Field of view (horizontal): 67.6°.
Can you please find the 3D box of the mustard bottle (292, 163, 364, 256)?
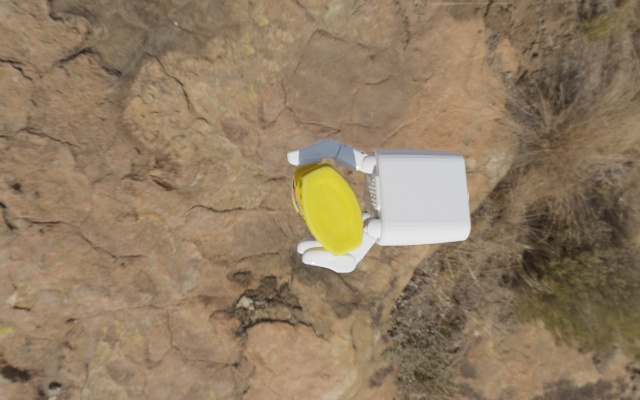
[{"bbox_3d":[0.000,0.002,0.577,0.058,0.096,0.191,-24,9,-5],"label":"mustard bottle"}]
